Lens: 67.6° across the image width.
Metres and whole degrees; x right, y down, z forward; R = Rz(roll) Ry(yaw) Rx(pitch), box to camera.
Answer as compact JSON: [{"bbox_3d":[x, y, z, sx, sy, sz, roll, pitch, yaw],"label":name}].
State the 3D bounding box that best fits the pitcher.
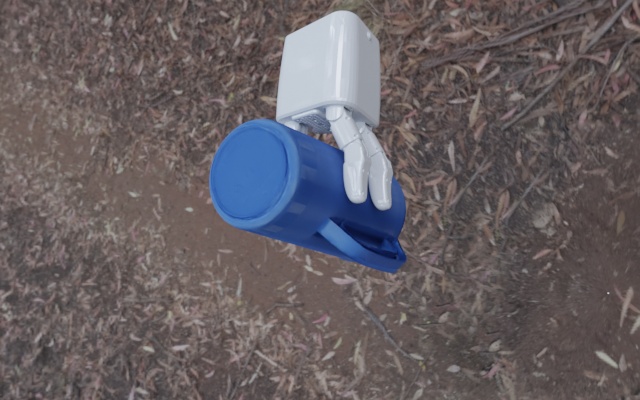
[{"bbox_3d":[0.000,0.002,0.538,0.149,0.145,0.243,-1,-11,31],"label":"pitcher"}]
